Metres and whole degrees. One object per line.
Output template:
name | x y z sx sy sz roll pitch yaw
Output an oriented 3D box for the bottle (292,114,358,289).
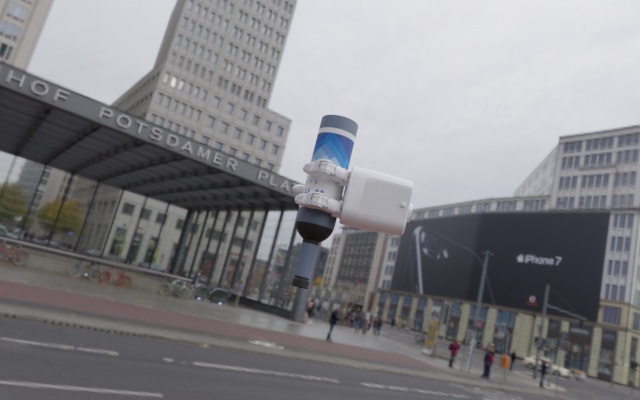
bottle | 0.000 0.002 0.812 0.069 0.295 0.069 13 -11 3
